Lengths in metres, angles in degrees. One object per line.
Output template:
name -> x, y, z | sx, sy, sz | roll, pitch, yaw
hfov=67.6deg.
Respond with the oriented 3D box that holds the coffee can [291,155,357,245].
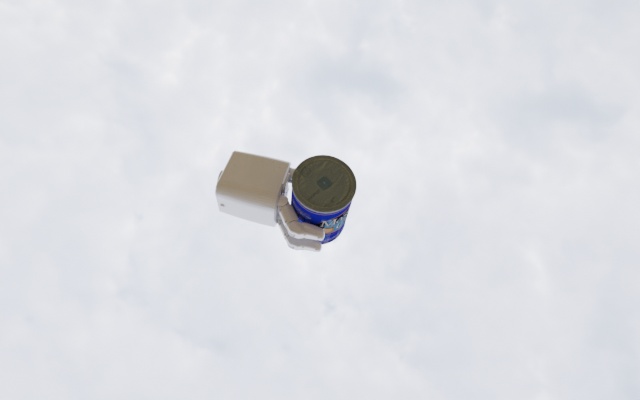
coffee can -> 0.000, 0.003, 0.809 | 0.103, 0.102, 0.140 | 0, -26, -6
